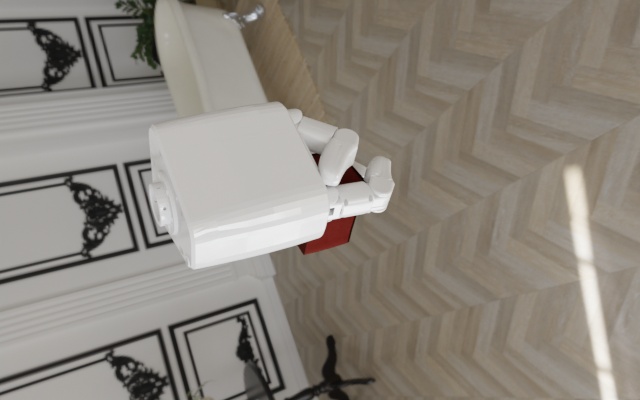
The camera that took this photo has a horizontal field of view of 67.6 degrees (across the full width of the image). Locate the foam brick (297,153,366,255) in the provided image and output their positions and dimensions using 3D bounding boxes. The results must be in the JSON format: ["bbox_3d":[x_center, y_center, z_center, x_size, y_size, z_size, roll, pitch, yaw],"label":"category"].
[{"bbox_3d":[0.000,0.002,0.434,0.051,0.078,0.053,-15,49,-28],"label":"foam brick"}]
